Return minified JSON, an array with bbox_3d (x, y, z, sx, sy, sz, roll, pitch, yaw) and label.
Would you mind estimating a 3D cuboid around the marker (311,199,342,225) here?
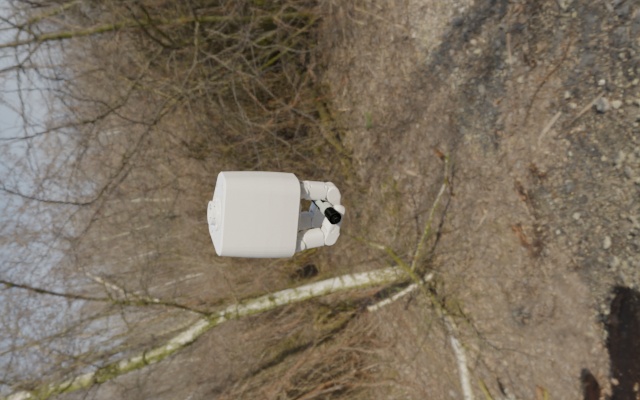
[{"bbox_3d":[0.000,0.002,0.692,0.020,0.020,0.121,0,24,-23],"label":"marker"}]
